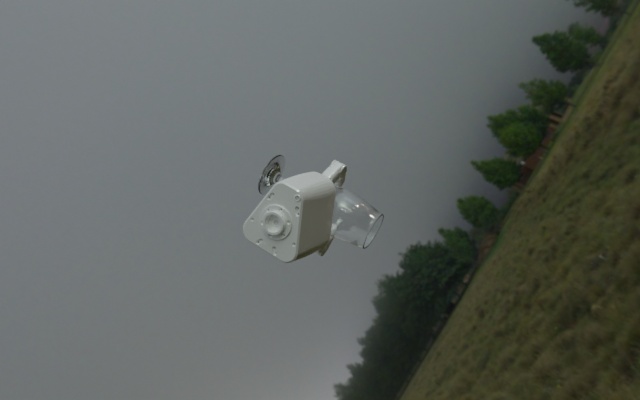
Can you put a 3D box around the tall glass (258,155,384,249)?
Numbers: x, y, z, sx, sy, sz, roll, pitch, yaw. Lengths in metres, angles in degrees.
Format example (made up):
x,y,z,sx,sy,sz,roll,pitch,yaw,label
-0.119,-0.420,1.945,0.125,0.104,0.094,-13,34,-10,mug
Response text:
x,y,z,sx,sy,sz,roll,pitch,yaw,label
0.000,0.002,0.773,0.201,0.079,0.079,29,9,17,tall glass
